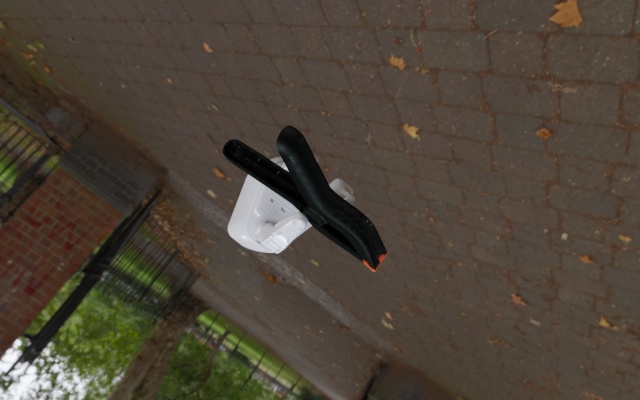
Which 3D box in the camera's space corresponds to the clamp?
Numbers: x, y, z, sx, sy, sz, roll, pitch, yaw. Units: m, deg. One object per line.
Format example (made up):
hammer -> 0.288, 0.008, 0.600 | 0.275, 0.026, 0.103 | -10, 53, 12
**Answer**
clamp -> 0.000, 0.003, 0.486 | 0.210, 0.036, 0.164 | 41, -16, -16
